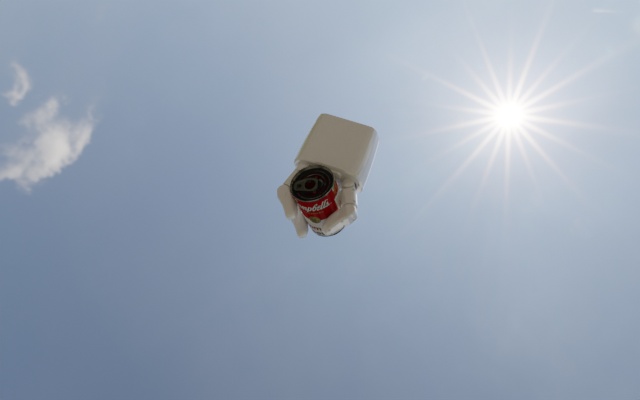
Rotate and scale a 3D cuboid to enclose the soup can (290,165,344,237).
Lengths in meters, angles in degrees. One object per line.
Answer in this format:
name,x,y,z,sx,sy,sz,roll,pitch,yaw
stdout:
soup can,0.000,0.003,0.740,0.068,0.068,0.102,0,-35,18
